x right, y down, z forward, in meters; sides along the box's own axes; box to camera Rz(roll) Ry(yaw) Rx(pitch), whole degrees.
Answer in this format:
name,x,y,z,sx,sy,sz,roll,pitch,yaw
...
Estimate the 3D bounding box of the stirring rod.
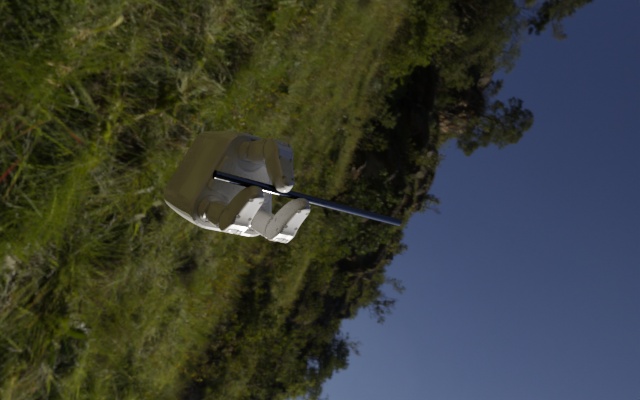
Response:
name,x,y,z,sx,sy,sz,roll,pitch,yaw
stirring rod,0.000,0.002,0.491,0.239,0.011,0.011,15,-9,-37
